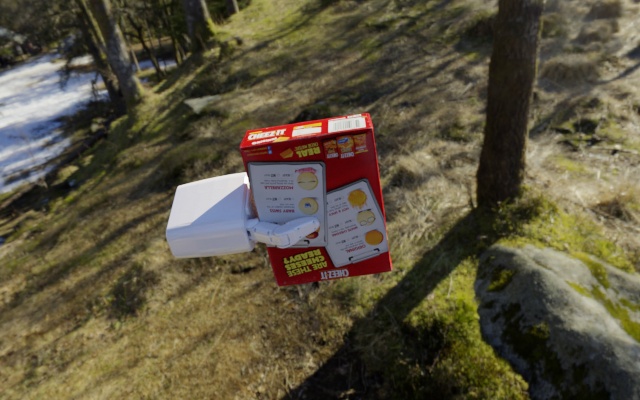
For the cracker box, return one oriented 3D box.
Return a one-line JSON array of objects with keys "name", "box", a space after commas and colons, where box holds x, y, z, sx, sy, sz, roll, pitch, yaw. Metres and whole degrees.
[{"name": "cracker box", "box": [0.000, 0.002, 0.637, 0.164, 0.214, 0.072, -8, 29, 6]}]
